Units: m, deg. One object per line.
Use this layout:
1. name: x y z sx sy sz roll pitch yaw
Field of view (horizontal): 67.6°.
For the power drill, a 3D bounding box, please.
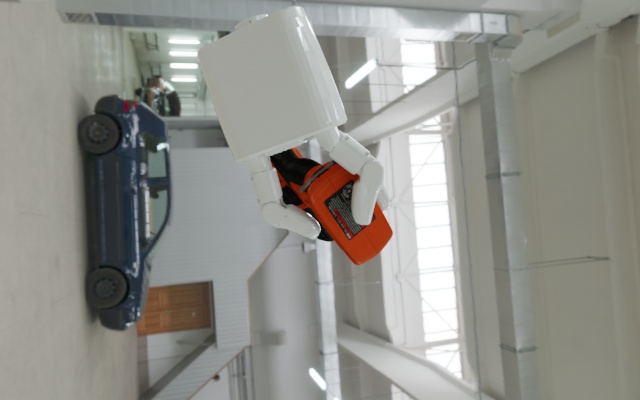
1. power drill: 0.000 0.002 0.534 0.057 0.184 0.187 -42 29 -10
